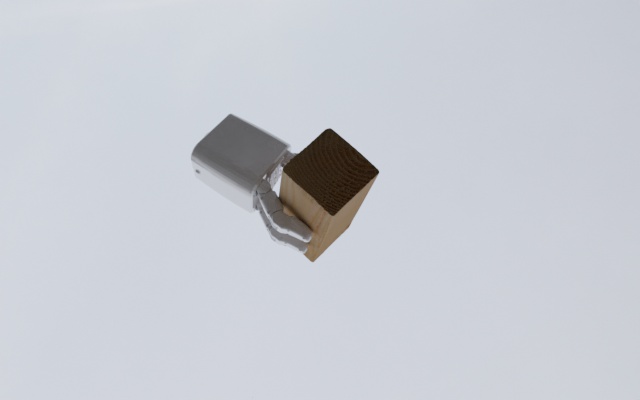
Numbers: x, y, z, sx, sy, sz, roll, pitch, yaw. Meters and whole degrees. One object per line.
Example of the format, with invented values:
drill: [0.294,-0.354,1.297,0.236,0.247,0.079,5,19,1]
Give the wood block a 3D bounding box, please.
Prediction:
wood block: [0.000,0.002,0.678,0.090,0.090,0.206,-44,-11,-21]
